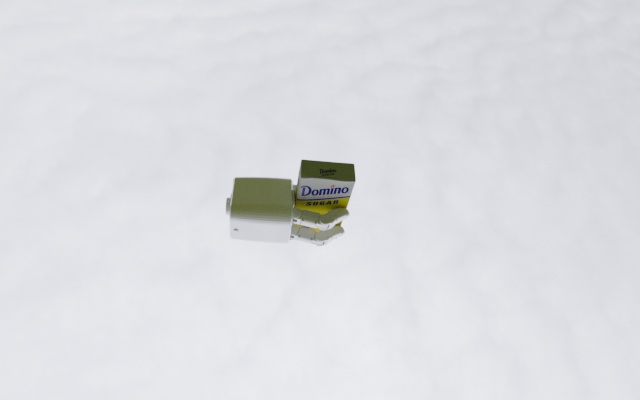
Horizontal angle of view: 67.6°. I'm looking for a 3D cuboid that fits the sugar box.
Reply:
[{"bbox_3d":[0.000,0.003,0.848,0.093,0.048,0.176,4,-35,-7],"label":"sugar box"}]
